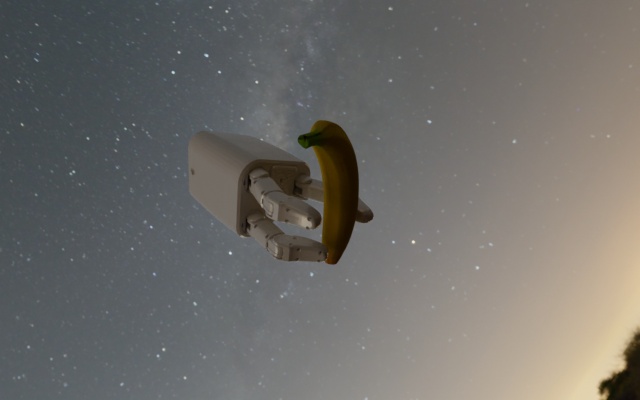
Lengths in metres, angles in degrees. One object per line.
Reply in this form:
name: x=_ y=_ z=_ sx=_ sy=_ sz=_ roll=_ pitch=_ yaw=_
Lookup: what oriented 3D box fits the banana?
banana: x=0.012 y=-0.013 z=0.483 sx=0.037 sy=0.198 sz=0.069 roll=29 pitch=61 yaw=31
